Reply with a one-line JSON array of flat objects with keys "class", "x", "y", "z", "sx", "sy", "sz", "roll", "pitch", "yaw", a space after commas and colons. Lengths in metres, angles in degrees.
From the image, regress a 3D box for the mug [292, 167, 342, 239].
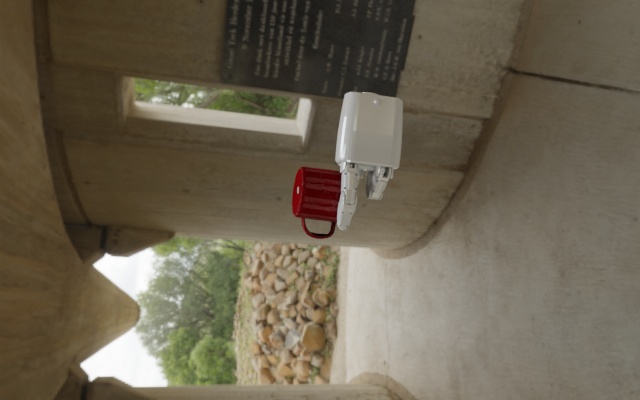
[{"class": "mug", "x": 0.000, "y": 0.004, "z": 0.760, "sx": 0.081, "sy": 0.117, "sz": 0.093, "roll": 7, "pitch": -1, "yaw": -13}]
